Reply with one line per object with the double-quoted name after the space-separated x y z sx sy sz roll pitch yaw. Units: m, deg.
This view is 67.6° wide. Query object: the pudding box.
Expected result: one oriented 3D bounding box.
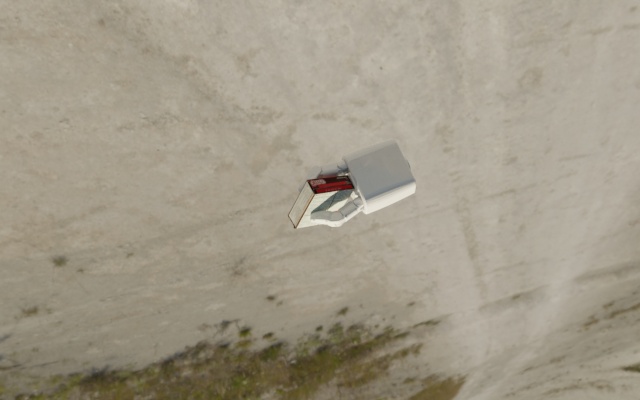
0.000 0.003 0.890 0.090 0.039 0.114 -7 -35 -32 "pudding box"
